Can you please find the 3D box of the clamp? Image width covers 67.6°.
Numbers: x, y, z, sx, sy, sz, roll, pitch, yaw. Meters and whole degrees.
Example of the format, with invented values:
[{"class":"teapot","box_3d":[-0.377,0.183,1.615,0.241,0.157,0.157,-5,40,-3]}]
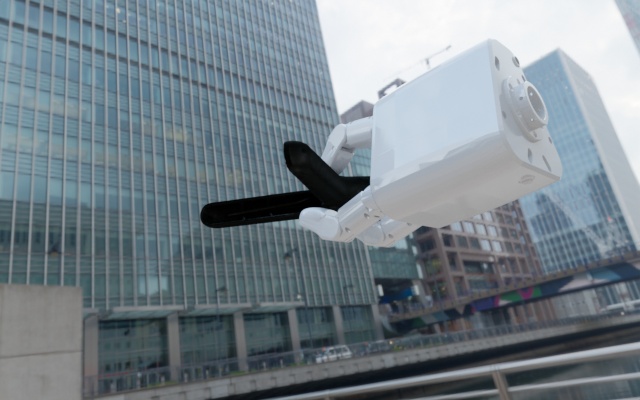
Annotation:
[{"class":"clamp","box_3d":[0.001,0.001,0.465,0.210,0.036,0.164,10,-24,-43]}]
